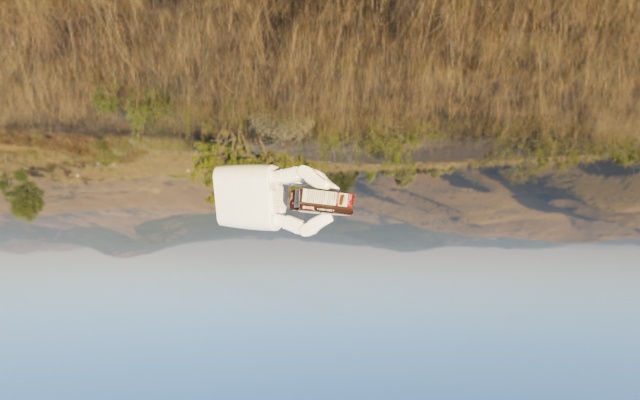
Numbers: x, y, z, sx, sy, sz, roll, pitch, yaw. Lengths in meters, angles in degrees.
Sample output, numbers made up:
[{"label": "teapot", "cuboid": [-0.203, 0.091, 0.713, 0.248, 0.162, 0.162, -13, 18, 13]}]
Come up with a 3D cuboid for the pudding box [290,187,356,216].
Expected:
[{"label": "pudding box", "cuboid": [0.000, 0.003, 0.786, 0.090, 0.039, 0.113, 5, -1, -10]}]
